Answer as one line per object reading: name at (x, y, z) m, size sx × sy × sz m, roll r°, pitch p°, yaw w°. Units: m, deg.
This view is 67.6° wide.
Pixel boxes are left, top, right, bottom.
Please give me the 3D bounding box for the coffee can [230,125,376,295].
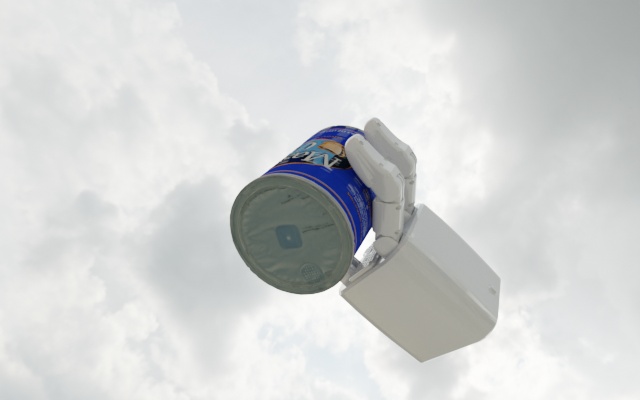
coffee can at (0.000, 0.001, 0.421) m, size 0.103 × 0.103 × 0.140 m, roll 0°, pitch 24°, yaw 23°
